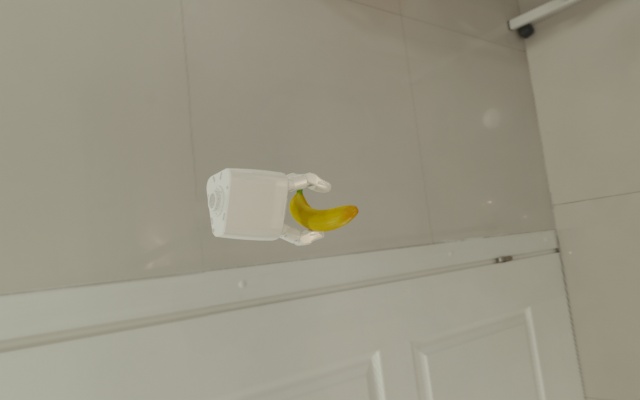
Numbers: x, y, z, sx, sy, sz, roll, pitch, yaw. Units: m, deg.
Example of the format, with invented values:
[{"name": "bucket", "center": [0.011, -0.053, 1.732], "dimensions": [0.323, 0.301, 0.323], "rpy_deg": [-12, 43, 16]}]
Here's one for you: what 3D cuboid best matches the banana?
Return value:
[{"name": "banana", "center": [-0.007, 0.020, 0.841], "dimensions": [0.037, 0.069, 0.197], "rpy_deg": [12, 7, -36]}]
